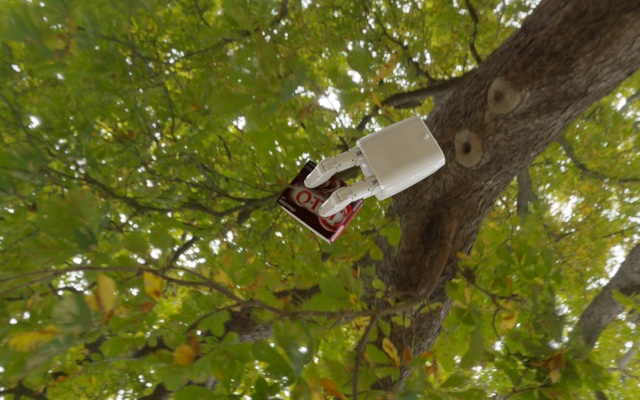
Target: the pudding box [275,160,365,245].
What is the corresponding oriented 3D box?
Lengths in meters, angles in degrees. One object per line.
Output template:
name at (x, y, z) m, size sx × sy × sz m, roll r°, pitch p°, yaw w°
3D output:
pudding box at (0.000, 0.003, 0.762) m, size 0.113 × 0.090 × 0.039 m, roll 34°, pitch -11°, yaw 21°
